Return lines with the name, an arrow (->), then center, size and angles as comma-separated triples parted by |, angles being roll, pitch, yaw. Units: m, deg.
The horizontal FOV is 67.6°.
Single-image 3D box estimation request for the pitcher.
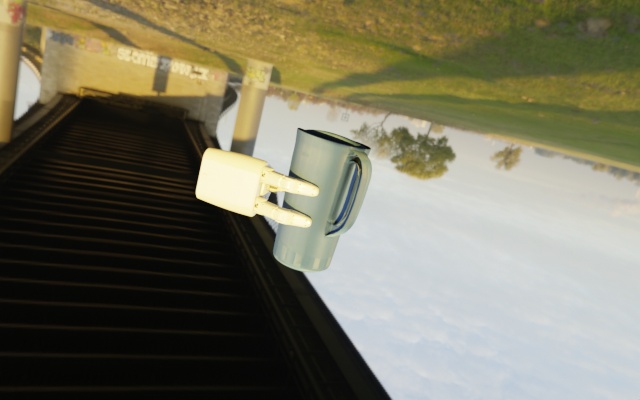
pitcher -> 0.000, 0.003, 0.842 | 0.145, 0.243, 0.149 | 16, 13, 4
